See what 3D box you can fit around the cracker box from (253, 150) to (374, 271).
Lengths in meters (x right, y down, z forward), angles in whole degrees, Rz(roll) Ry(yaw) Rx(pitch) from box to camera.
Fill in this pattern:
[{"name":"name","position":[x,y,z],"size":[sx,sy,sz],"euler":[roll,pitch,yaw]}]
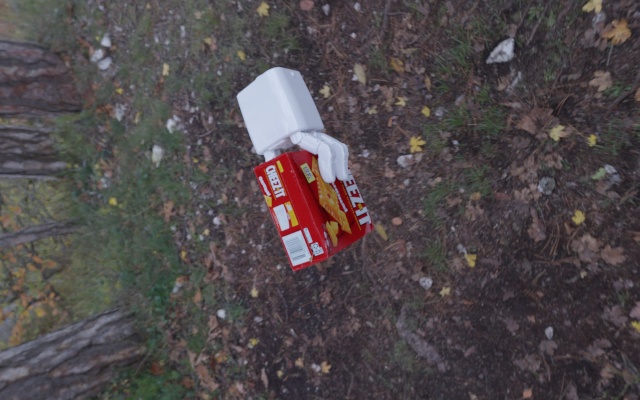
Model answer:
[{"name":"cracker box","position":[0.000,0.003,0.771],"size":[0.072,0.164,0.213],"euler":[-22,-2,26]}]
